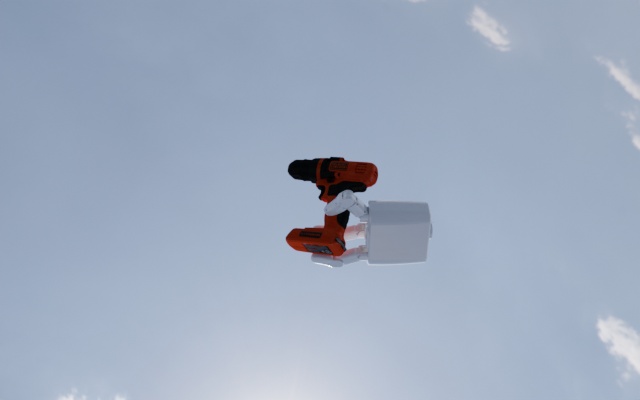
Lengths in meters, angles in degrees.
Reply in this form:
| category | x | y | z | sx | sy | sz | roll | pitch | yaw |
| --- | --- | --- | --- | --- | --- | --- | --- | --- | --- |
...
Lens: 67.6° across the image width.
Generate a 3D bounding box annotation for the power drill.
| category | x | y | z | sx | sy | sz | roll | pitch | yaw |
| --- | --- | --- | --- | --- | --- | --- | --- | --- | --- |
| power drill | 0.000 | 0.003 | 0.881 | 0.184 | 0.187 | 0.057 | 5 | -27 | 27 |
